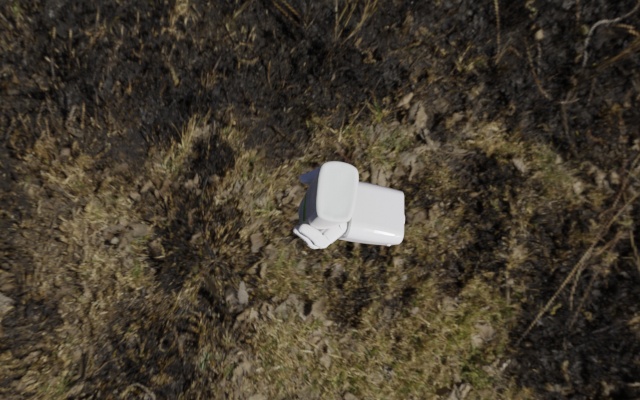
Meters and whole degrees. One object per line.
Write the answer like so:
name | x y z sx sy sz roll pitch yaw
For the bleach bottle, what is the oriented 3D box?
bleach bottle | 0.000 0.003 0.874 0.068 0.102 0.251 9 -9 -11
